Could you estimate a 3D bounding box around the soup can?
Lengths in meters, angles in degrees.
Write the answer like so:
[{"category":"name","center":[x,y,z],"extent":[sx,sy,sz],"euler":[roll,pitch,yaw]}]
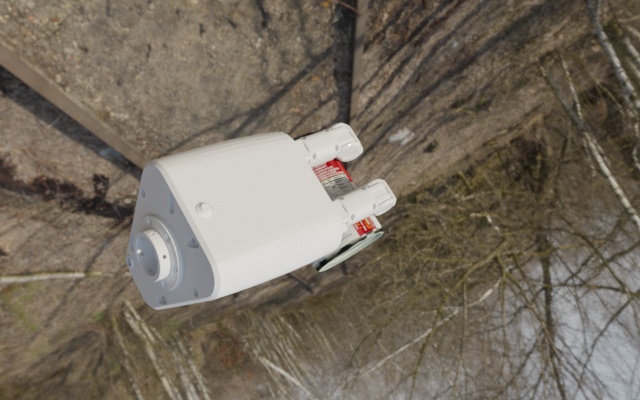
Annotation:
[{"category":"soup can","center":[0.001,0.002,0.413],"extent":[0.068,0.102,0.068],"euler":[-30,-12,-7]}]
